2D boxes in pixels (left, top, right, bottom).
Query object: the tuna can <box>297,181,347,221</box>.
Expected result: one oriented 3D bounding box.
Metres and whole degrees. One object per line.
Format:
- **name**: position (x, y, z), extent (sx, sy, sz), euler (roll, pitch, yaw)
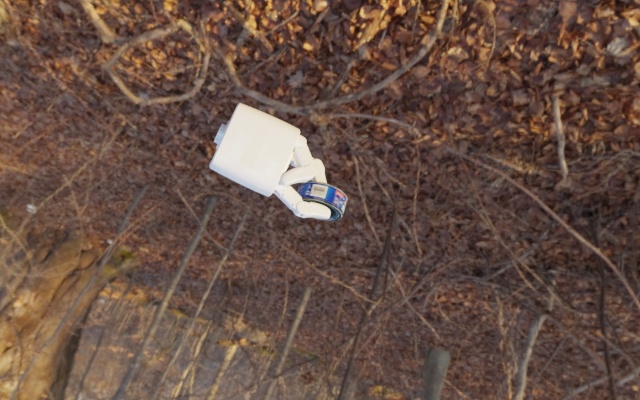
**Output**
- **tuna can**: position (0.000, 0.003, 0.805), extent (0.086, 0.033, 0.086), euler (13, -24, 6)
